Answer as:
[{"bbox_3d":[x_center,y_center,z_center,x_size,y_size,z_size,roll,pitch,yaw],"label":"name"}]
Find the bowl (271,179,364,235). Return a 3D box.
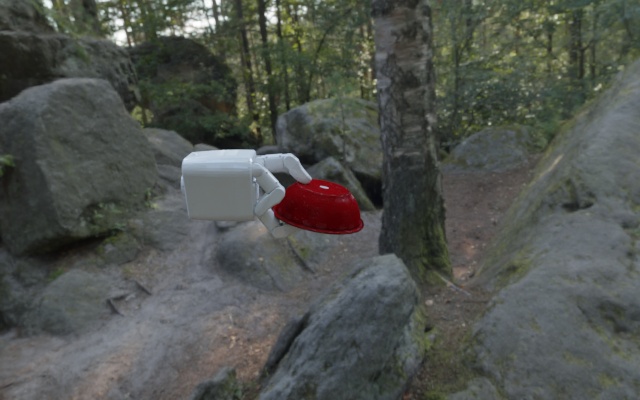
[{"bbox_3d":[0.001,0.002,0.809,0.162,0.055,0.162,10,16,-3],"label":"bowl"}]
